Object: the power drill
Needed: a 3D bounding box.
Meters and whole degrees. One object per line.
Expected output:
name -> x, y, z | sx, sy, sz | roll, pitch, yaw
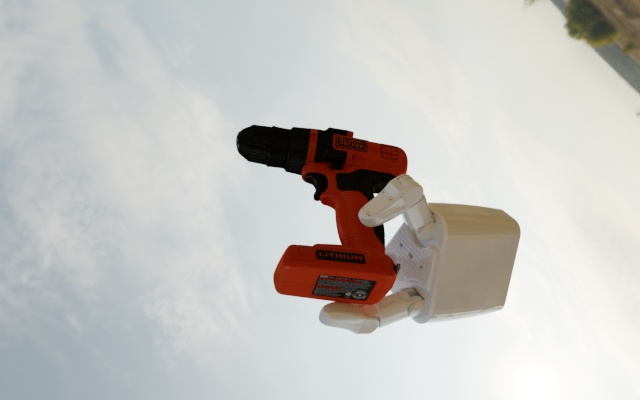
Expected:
power drill -> 0.000, 0.002, 0.465 | 0.184, 0.187, 0.057 | 8, -40, -6
